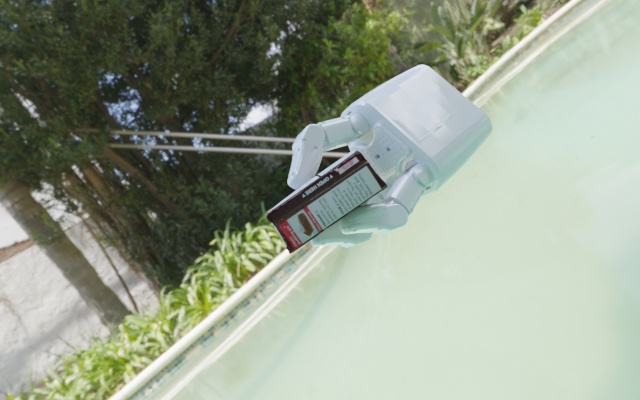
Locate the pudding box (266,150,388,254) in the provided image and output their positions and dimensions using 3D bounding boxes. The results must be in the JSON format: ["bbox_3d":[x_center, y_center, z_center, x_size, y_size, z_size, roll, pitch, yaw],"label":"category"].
[{"bbox_3d":[0.000,0.001,0.404,0.090,0.039,0.113,-35,0,-4],"label":"pudding box"}]
